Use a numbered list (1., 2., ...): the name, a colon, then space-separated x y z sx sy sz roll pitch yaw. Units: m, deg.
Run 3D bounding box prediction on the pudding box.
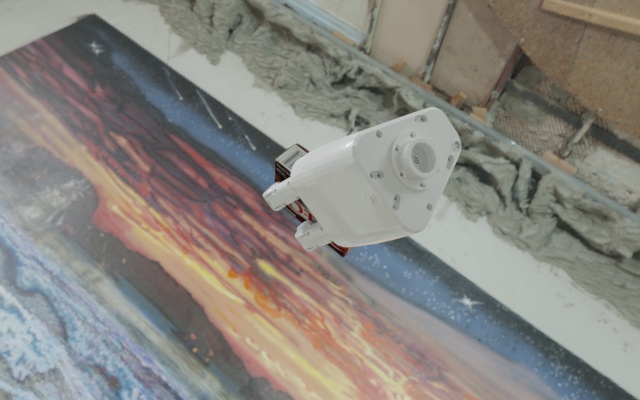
1. pudding box: 0.000 0.002 0.526 0.039 0.113 0.090 -42 -16 -24
